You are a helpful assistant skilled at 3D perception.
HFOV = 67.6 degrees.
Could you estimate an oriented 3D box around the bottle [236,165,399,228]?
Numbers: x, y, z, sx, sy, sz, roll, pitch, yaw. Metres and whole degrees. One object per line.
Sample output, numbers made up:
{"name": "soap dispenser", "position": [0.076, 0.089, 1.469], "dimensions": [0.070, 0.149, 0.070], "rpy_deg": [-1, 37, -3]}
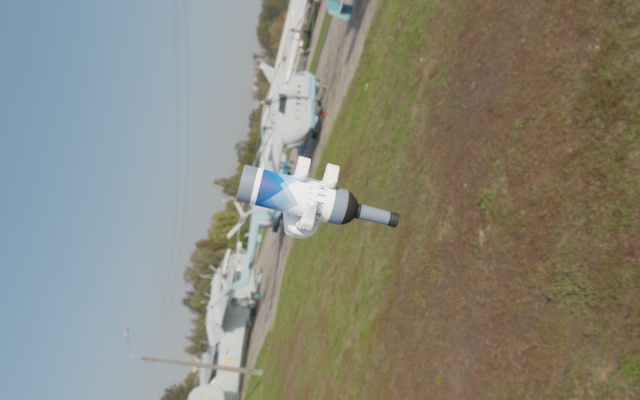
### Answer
{"name": "bottle", "position": [0.000, 0.003, 0.866], "dimensions": [0.296, 0.069, 0.069], "rpy_deg": [14, -2, -8]}
